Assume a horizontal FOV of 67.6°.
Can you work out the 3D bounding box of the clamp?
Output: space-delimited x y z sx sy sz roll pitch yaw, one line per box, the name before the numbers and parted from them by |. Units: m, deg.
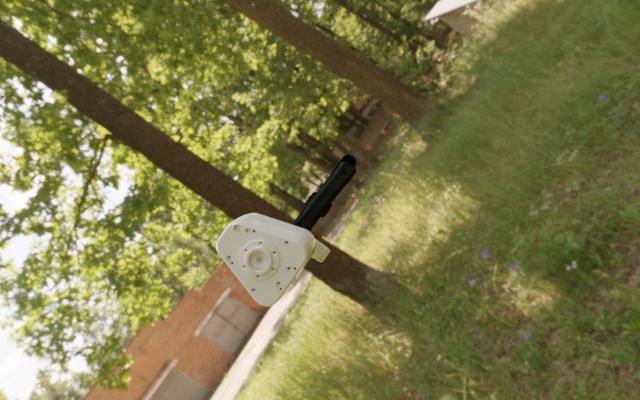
clamp | 0.000 0.002 0.701 0.039 0.171 0.120 35 2 3
